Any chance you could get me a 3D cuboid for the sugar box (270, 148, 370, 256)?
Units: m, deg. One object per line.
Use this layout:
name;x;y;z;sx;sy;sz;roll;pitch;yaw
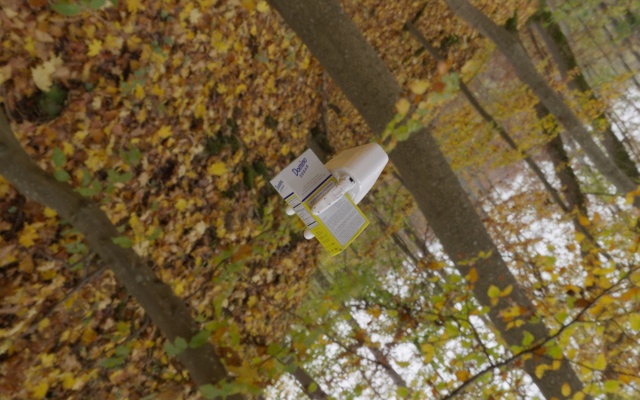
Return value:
sugar box;0.000;0.003;0.853;0.093;0.176;0.048;-43;4;-38
